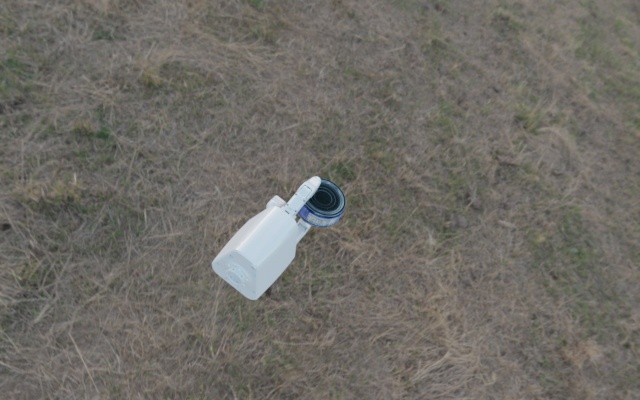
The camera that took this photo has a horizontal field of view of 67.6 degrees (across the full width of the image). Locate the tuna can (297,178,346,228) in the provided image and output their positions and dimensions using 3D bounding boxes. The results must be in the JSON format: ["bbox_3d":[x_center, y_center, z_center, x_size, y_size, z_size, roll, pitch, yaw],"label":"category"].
[{"bbox_3d":[0.000,0.002,0.818,0.086,0.086,0.034,0,-36,-25],"label":"tuna can"}]
